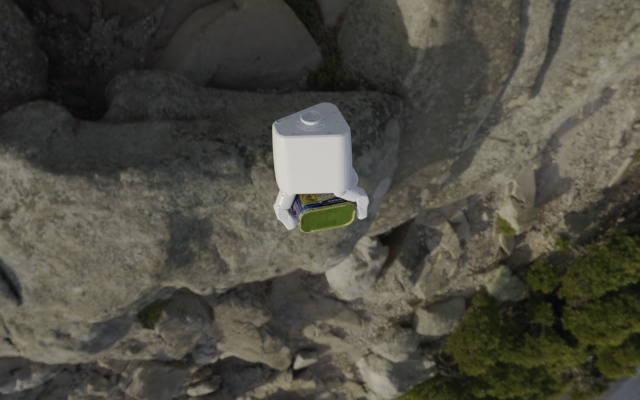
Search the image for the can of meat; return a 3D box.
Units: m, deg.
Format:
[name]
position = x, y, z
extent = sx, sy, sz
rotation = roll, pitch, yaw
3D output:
[can of meat]
position = 0.000, 0.003, 0.794
extent = 0.102, 0.057, 0.084
rotation = -10, 43, -15
